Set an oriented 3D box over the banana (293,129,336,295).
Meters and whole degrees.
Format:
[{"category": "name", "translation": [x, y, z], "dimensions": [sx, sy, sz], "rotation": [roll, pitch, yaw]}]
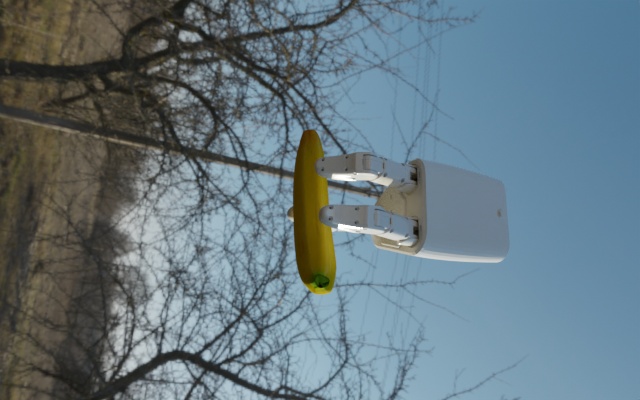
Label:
[{"category": "banana", "translation": [-0.005, 0.016, 0.467], "dimensions": [0.037, 0.197, 0.070], "rotation": [7, -44, -15]}]
